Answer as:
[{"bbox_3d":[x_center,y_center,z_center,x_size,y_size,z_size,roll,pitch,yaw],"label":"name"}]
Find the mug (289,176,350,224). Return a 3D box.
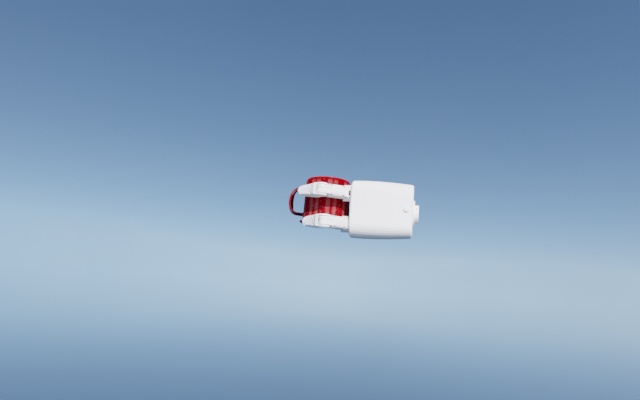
[{"bbox_3d":[-0.001,0.003,0.871,0.117,0.081,0.093,3,-10,11],"label":"mug"}]
